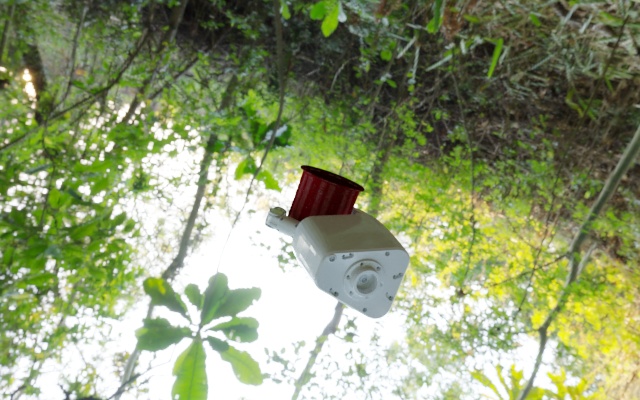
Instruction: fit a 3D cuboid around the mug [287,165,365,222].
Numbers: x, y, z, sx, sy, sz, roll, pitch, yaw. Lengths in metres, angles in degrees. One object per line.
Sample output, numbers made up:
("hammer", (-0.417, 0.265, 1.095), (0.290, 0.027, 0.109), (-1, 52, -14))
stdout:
("mug", (0.000, 0.002, 0.666), (0.093, 0.081, 0.117), (16, 12, -19))
